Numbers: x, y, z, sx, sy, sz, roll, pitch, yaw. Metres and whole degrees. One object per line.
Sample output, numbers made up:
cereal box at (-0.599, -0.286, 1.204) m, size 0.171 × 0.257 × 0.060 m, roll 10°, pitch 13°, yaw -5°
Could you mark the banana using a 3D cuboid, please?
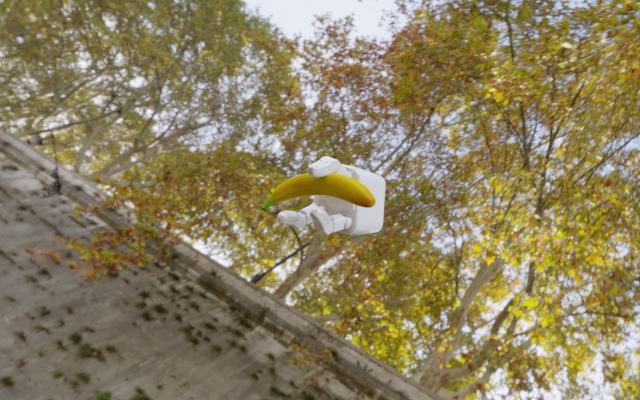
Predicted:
banana at (0.000, -0.014, 0.754) m, size 0.198 × 0.069 × 0.037 m, roll -4°, pitch -28°, yaw 29°
